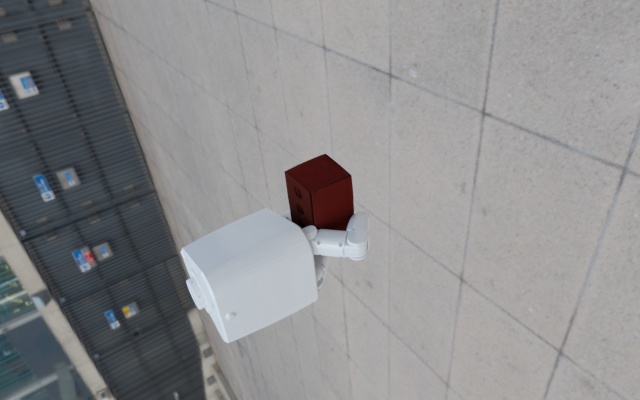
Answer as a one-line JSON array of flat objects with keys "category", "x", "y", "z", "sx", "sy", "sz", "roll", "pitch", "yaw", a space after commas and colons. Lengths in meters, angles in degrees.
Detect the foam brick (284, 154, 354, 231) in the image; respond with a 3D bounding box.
[{"category": "foam brick", "x": 0.000, "y": 0.001, "z": 0.504, "sx": 0.051, "sy": 0.078, "sz": 0.053, "roll": -23, "pitch": 39, "yaw": -22}]
